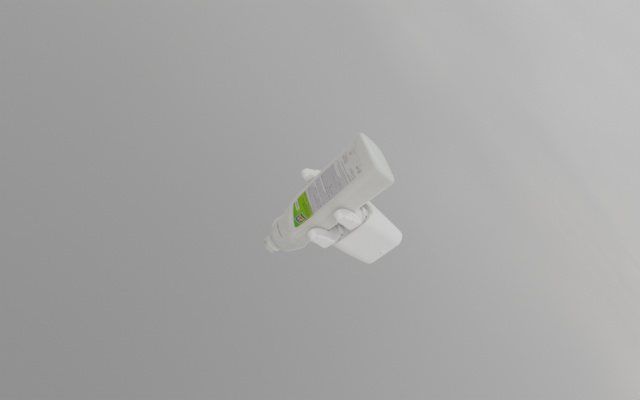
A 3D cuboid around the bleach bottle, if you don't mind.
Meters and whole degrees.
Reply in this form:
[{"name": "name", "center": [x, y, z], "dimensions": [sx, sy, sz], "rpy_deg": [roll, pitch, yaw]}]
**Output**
[{"name": "bleach bottle", "center": [0.000, 0.003, 0.804], "dimensions": [0.251, 0.102, 0.068], "rpy_deg": [-38, -47, 21]}]
